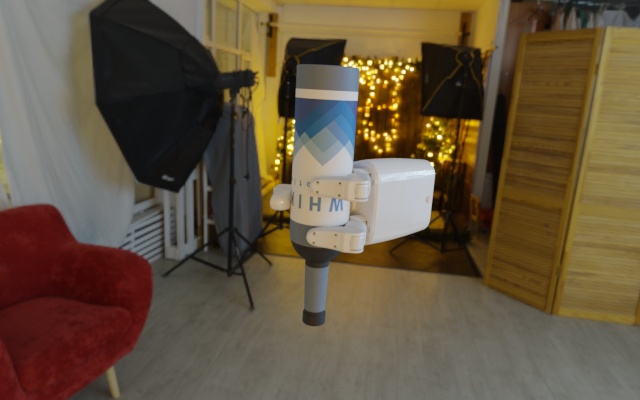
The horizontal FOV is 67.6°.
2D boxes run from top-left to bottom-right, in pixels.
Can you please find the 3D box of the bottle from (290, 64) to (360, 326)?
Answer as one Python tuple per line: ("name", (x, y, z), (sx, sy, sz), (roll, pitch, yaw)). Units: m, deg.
("bottle", (0.000, 0.002, 0.538), (0.069, 0.296, 0.069), (3, 13, -1))
